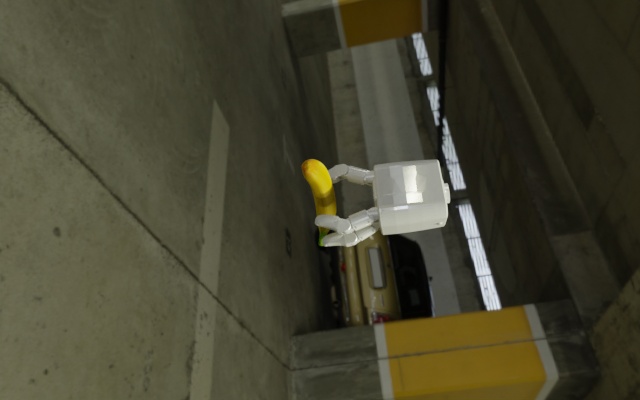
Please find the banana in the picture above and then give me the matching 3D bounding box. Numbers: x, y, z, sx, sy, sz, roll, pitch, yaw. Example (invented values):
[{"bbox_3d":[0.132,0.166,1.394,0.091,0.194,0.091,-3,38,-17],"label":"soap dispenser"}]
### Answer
[{"bbox_3d":[0.002,-0.009,0.778,0.037,0.069,0.198,-3,-42,9],"label":"banana"}]
